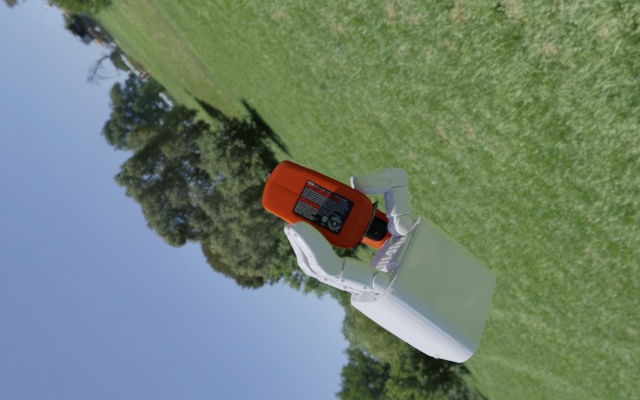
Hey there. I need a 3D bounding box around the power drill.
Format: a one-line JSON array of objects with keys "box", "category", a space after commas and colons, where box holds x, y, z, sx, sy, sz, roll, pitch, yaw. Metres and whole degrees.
[{"box": [0.000, 0.002, 0.538, 0.184, 0.057, 0.187, 24, 2, 12], "category": "power drill"}]
